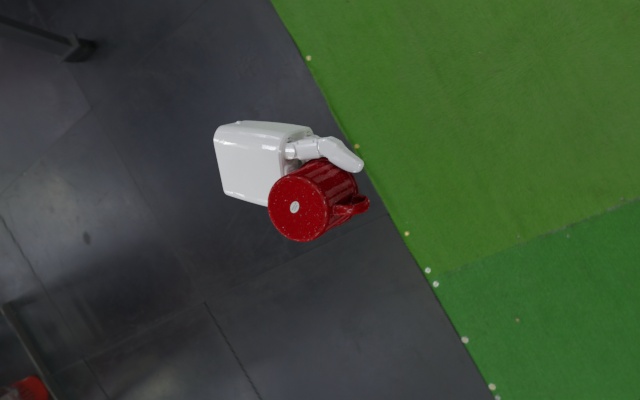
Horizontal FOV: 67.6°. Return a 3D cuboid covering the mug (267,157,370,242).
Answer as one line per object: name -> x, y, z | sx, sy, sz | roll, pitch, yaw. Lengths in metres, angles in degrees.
mug -> 0.001, 0.002, 0.570 | 0.117, 0.093, 0.081 | 9, 19, 24
